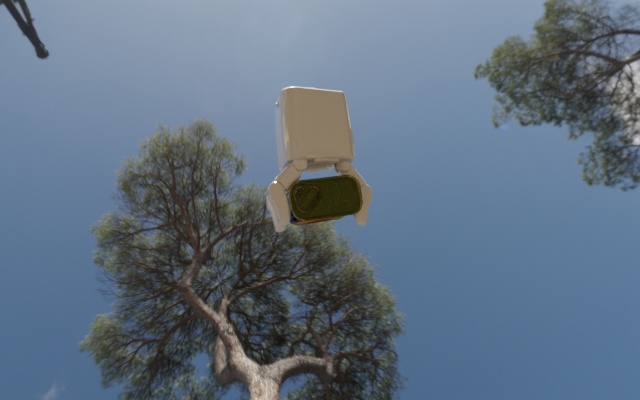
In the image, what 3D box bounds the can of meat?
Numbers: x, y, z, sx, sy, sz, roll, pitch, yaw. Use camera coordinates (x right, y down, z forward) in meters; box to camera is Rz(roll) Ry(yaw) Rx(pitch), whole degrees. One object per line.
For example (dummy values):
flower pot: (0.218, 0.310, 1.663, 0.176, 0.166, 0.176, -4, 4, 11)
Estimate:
can of meat: (0.000, 0.002, 0.698, 0.102, 0.057, 0.084, -8, -7, -13)
